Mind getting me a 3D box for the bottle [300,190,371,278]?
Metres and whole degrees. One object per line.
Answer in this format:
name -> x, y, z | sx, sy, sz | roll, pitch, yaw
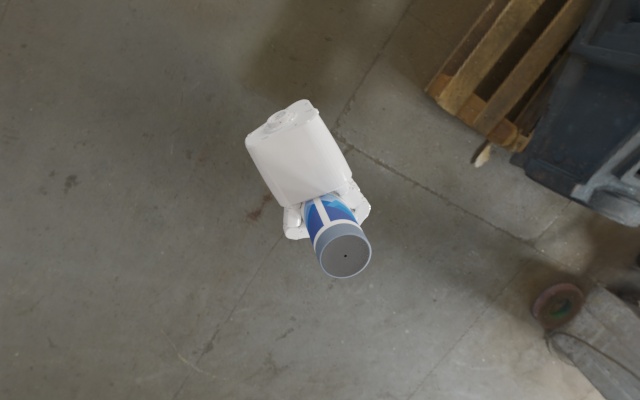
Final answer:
bottle -> 0.000, 0.003, 0.711 | 0.069, 0.069, 0.295 | 0, 27, -13
